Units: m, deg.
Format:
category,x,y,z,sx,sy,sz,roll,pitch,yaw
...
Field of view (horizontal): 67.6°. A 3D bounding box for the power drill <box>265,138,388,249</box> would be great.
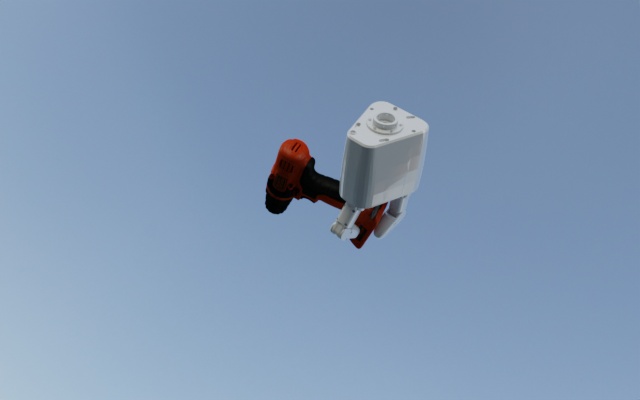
category,x,y,z,sx,sy,sz,roll,pitch,yaw
power drill,0.001,0.003,0.761,0.187,0.057,0.184,28,-32,1
